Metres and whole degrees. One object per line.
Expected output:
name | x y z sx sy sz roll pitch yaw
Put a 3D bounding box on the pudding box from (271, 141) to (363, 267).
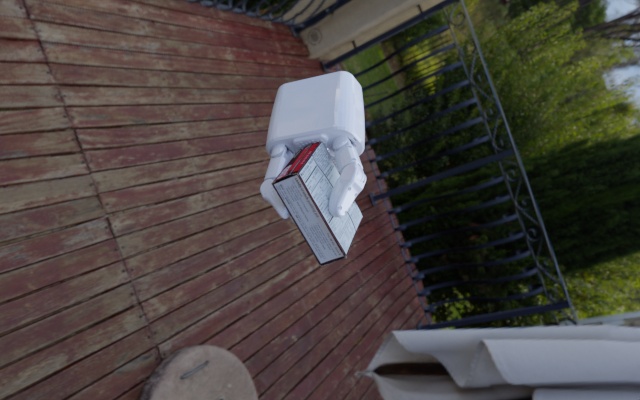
pudding box | 0.000 0.002 0.536 0.039 0.113 0.090 -22 19 28
